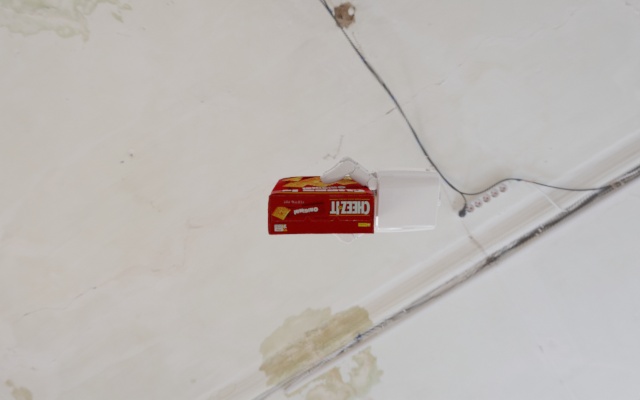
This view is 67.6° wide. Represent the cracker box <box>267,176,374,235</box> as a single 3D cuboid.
[{"bbox_3d":[0.000,0.003,0.824,0.164,0.072,0.213,-1,9,-1],"label":"cracker box"}]
